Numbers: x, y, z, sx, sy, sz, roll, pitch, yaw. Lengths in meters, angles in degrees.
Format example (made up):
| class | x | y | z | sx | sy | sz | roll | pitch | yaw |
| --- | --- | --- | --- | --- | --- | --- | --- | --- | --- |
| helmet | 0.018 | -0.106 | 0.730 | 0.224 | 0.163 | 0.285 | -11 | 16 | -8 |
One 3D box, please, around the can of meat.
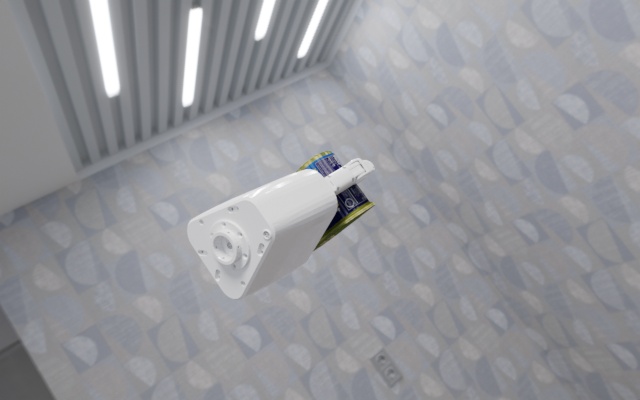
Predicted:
| class | x | y | z | sx | sy | sz | roll | pitch | yaw |
| --- | --- | --- | --- | --- | --- | --- | --- | --- | --- |
| can of meat | 0.000 | 0.002 | 0.570 | 0.102 | 0.084 | 0.057 | -41 | -9 | 38 |
